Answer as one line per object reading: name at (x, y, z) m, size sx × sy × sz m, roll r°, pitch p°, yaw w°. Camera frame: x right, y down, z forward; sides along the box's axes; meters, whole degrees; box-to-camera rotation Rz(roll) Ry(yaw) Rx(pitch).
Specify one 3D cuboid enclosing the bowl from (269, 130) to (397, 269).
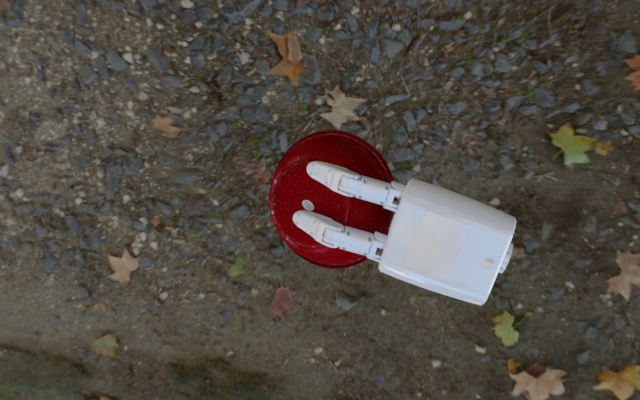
bowl at (-0.001, 0.002, 0.531) m, size 0.162 × 0.162 × 0.055 m, roll 0°, pitch 5°, yaw 26°
